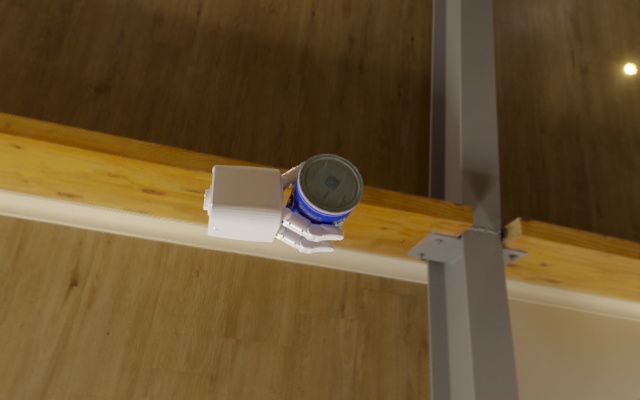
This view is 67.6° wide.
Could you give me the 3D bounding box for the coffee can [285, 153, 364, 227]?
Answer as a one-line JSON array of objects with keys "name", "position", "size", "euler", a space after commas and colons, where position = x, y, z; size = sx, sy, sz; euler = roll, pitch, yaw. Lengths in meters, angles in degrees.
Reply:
[{"name": "coffee can", "position": [0.000, 0.002, 0.780], "size": [0.103, 0.102, 0.140], "euler": [0, -26, -16]}]
